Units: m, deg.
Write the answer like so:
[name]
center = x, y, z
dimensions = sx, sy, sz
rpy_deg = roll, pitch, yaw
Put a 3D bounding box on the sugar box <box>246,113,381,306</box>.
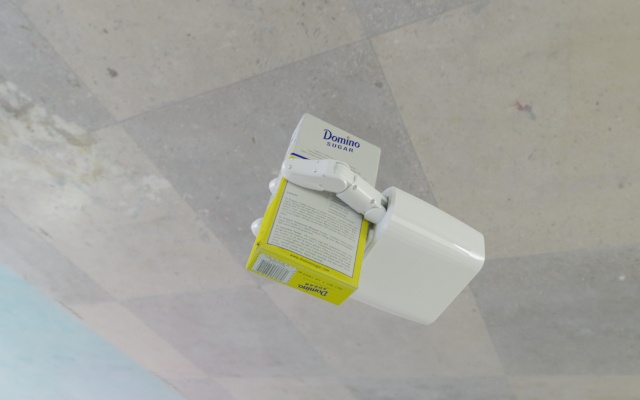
[sugar box]
center = 0.000, 0.002, 0.458
dimensions = 0.093, 0.176, 0.048
rpy_deg = 24, -44, -10
